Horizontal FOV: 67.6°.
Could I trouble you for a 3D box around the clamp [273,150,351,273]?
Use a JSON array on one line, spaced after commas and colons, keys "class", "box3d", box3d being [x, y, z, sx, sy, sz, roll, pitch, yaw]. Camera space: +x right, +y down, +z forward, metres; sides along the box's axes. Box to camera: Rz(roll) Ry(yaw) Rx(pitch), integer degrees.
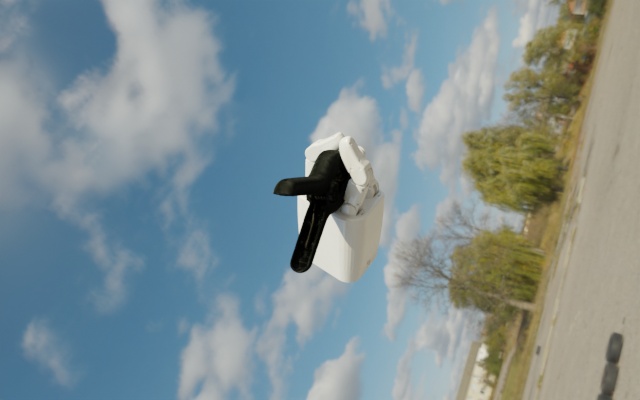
[{"class": "clamp", "box3d": [0.000, 0.002, 0.568, 0.039, 0.120, 0.171, 16, 33, 24]}]
